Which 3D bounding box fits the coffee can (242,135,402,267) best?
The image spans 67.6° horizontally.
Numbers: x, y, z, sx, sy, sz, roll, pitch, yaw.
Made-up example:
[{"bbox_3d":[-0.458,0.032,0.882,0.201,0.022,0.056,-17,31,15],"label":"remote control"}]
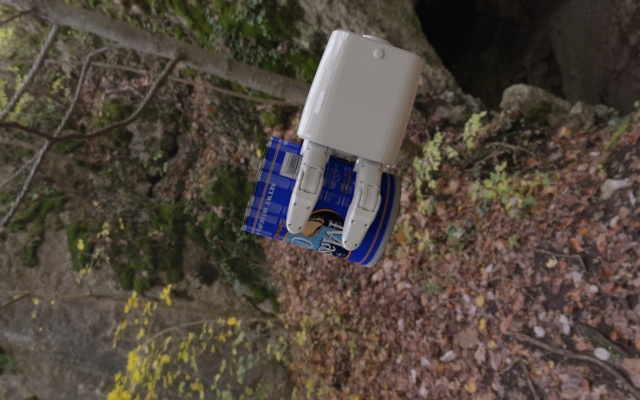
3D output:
[{"bbox_3d":[0.000,0.002,0.500,0.140,0.103,0.103,17,-2,-6],"label":"coffee can"}]
